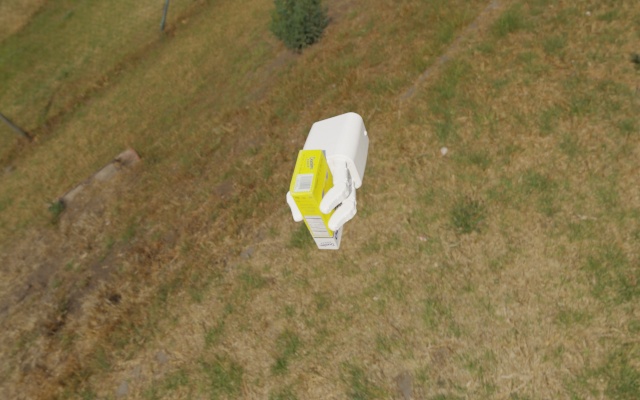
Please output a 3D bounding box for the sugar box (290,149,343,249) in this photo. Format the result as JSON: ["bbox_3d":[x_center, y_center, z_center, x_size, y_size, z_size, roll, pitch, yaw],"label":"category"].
[{"bbox_3d":[0.001,0.003,0.831,0.048,0.093,0.176,-2,-35,21],"label":"sugar box"}]
